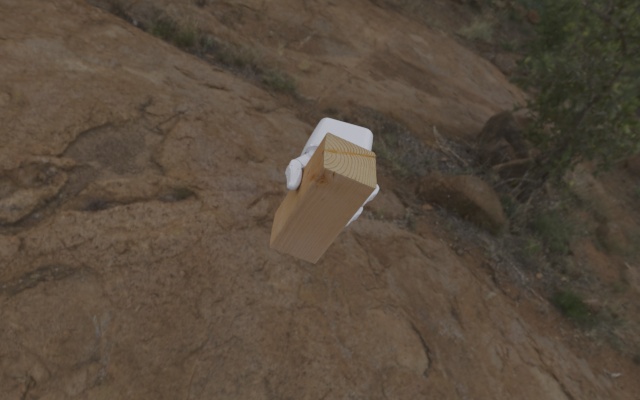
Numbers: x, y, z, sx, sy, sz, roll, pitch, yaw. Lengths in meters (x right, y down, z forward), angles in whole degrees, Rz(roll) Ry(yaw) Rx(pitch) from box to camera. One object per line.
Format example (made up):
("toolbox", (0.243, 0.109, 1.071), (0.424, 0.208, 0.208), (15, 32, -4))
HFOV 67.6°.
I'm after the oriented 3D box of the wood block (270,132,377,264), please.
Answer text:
("wood block", (0.000, 0.002, 0.790), (0.091, 0.090, 0.206), (22, -49, -15))
